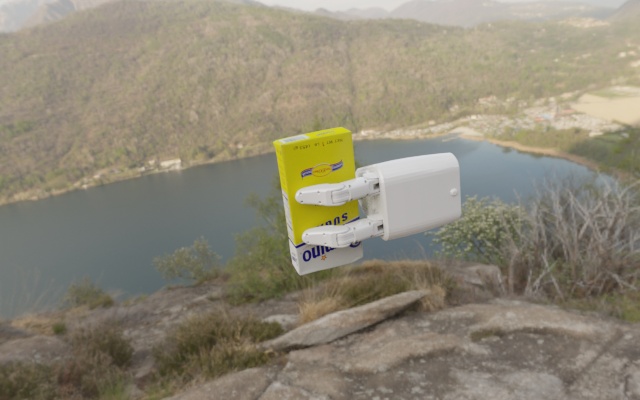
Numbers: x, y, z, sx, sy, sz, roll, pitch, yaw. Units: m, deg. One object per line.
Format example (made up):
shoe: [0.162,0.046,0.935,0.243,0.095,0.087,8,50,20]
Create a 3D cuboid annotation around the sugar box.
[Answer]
sugar box: [0.000,0.002,0.613,0.093,0.176,0.048,-13,18,-14]
